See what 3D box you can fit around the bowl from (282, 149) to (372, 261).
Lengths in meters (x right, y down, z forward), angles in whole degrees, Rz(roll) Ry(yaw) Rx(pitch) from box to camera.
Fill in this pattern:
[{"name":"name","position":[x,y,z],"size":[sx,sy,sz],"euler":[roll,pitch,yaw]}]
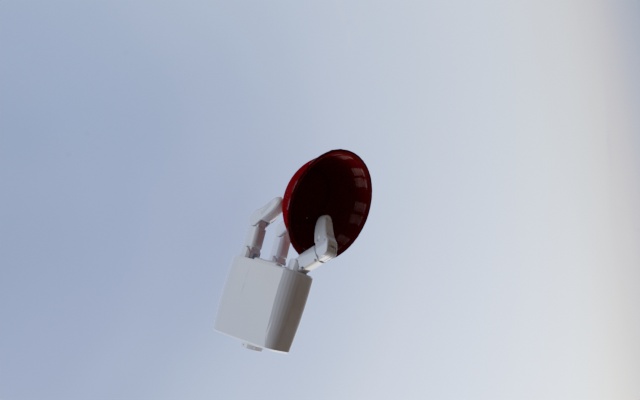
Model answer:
[{"name":"bowl","position":[0.001,0.001,0.674],"size":[0.162,0.162,0.055],"euler":[0,15,-44]}]
